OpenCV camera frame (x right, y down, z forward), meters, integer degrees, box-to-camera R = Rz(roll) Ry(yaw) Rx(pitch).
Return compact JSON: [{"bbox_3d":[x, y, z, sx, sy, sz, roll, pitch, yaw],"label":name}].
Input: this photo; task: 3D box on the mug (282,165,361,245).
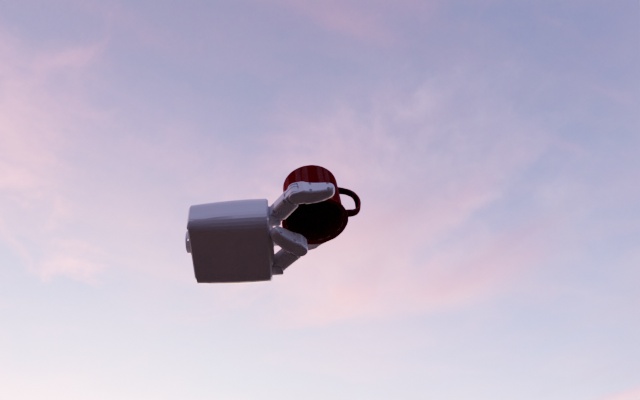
[{"bbox_3d":[0.002,0.002,0.690,0.117,0.093,0.081,-3,43,-6],"label":"mug"}]
